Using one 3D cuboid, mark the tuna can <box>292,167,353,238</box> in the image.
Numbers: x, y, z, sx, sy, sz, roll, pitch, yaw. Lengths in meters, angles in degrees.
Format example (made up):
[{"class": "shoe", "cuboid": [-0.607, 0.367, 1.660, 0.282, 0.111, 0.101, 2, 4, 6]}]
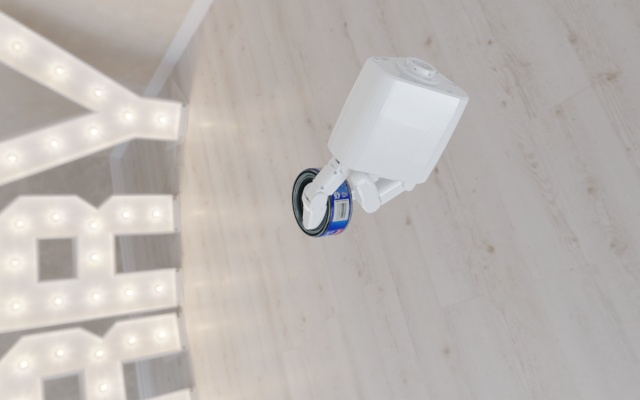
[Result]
[{"class": "tuna can", "cuboid": [0.000, 0.002, 0.583, 0.034, 0.086, 0.086, -6, 4, -35]}]
